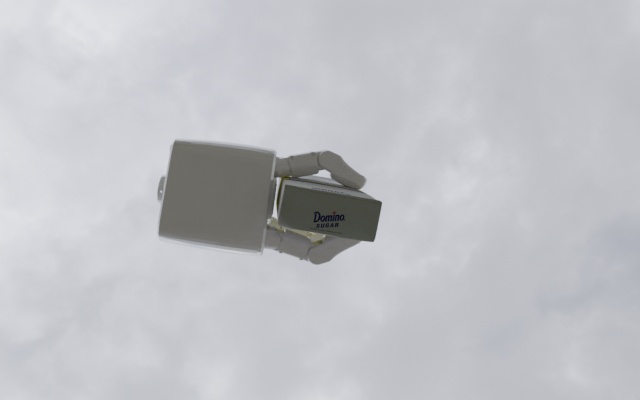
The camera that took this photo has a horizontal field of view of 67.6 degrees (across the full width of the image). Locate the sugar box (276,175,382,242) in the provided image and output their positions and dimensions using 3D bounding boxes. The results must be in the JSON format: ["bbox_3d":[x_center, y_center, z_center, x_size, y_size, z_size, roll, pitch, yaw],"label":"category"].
[{"bbox_3d":[0.000,0.002,0.513,0.093,0.048,0.176,10,8,-6],"label":"sugar box"}]
